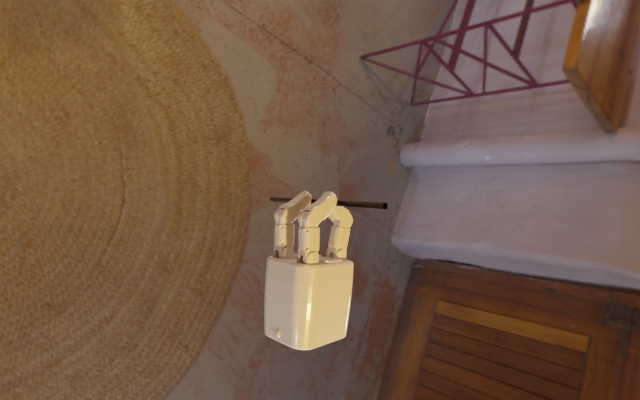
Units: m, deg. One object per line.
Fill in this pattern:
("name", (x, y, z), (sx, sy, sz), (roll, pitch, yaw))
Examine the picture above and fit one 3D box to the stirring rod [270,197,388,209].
("stirring rod", (0.000, 0.002, 0.647), (0.011, 0.011, 0.239), (0, 2, -39))
